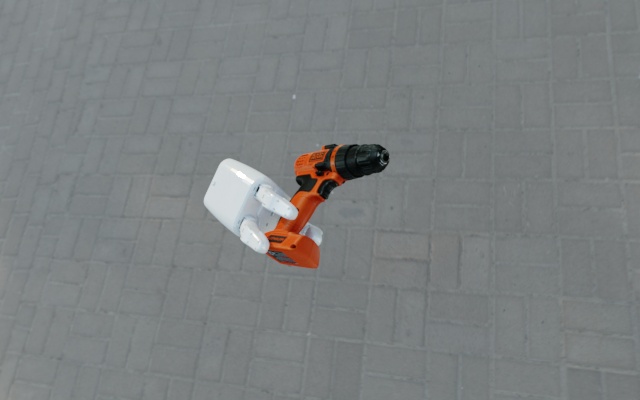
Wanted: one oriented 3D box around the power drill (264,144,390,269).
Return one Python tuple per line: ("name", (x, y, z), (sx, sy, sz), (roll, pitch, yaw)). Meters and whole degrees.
("power drill", (0.000, 0.003, 0.673), (0.057, 0.187, 0.184), (41, -26, -28))
